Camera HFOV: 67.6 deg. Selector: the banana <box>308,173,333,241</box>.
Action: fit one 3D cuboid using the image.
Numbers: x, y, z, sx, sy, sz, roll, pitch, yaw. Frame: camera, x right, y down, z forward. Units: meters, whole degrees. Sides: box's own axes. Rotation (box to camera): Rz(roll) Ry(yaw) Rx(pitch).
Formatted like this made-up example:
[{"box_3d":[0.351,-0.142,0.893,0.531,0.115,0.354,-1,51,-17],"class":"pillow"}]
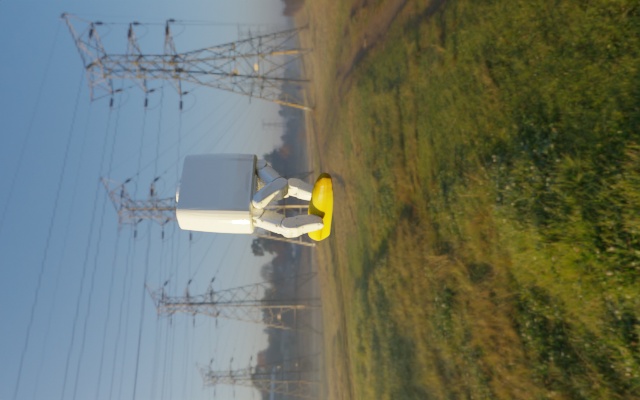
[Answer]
[{"box_3d":[-0.001,0.021,0.737,0.037,0.069,0.198,3,-17,0],"class":"banana"}]
